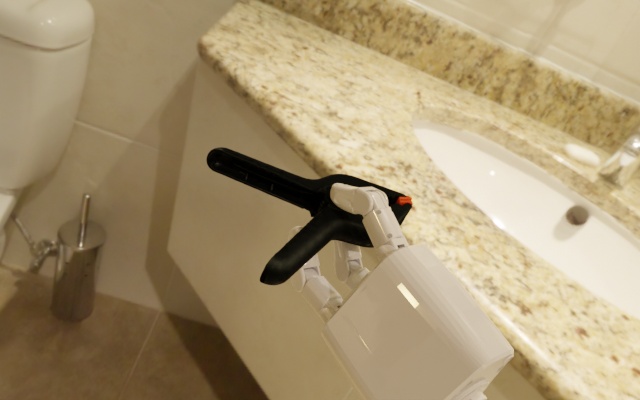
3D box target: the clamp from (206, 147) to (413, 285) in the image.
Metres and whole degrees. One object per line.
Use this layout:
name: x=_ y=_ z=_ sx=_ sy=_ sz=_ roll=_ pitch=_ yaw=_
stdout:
clamp: x=0.001 y=0.001 z=0.461 sx=0.210 sy=0.036 sz=0.164 roll=-5 pitch=44 yaw=-39
